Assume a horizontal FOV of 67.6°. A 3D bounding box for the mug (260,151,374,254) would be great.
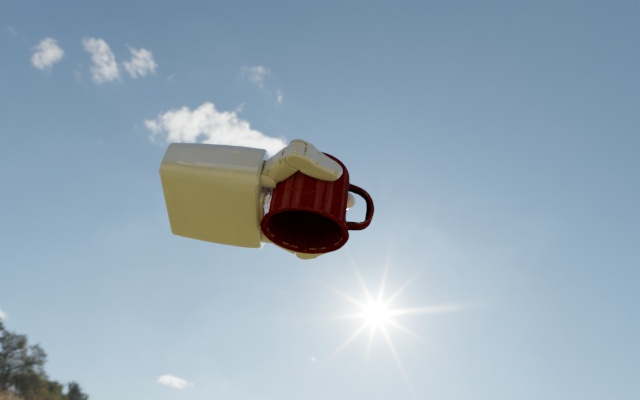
[{"bbox_3d":[0.002,0.002,0.516,0.117,0.081,0.093,7,-34,3],"label":"mug"}]
